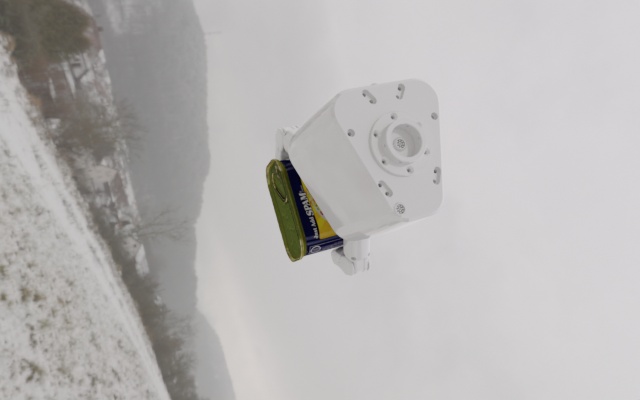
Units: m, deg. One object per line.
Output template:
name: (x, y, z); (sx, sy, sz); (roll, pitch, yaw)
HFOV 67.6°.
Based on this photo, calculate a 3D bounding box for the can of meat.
can of meat: (0.000, 0.002, 0.484); (0.084, 0.102, 0.057); (-14, -8, -20)
